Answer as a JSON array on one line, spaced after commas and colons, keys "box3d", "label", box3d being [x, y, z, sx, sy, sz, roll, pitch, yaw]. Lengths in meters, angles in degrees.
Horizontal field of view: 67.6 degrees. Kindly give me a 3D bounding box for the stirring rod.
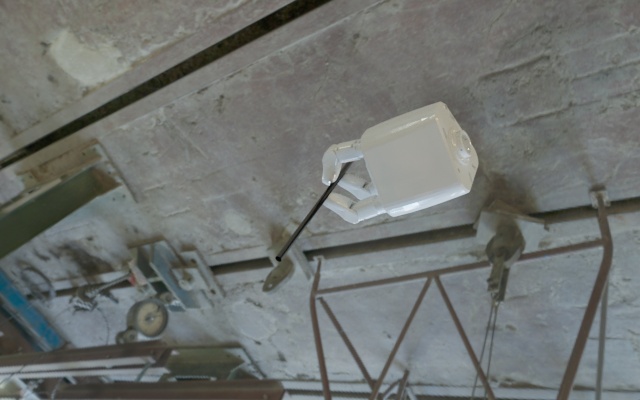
[{"box3d": [0.000, 0.002, 0.631, 0.011, 0.011, 0.239, 0, 32, 28], "label": "stirring rod"}]
